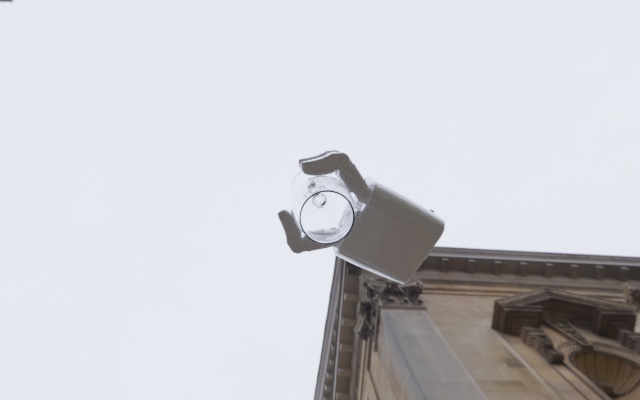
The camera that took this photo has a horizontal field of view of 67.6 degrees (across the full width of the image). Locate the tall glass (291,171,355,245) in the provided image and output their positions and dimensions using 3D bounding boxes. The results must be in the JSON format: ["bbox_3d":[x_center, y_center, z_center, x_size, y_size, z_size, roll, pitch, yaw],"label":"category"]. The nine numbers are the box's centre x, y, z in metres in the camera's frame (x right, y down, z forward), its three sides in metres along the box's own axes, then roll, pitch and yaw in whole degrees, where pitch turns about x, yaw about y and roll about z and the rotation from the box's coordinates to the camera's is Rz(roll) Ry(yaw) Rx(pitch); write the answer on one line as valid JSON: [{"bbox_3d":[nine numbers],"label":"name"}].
[{"bbox_3d":[0.000,0.002,0.625,0.079,0.079,0.201,0,10,-4],"label":"tall glass"}]
